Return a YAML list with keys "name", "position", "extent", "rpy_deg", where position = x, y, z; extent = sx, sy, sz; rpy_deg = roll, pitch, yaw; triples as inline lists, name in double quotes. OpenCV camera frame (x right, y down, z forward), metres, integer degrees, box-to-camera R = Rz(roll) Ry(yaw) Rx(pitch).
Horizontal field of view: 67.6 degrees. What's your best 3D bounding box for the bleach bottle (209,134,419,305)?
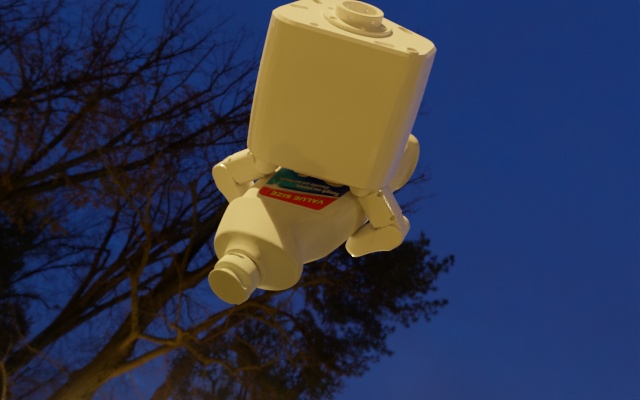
- name: "bleach bottle"
  position: [0.000, 0.001, 0.405]
  extent: [0.102, 0.068, 0.250]
  rpy_deg: [26, 38, 13]
